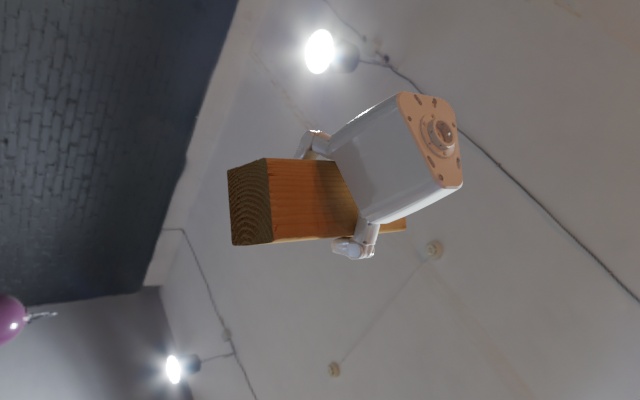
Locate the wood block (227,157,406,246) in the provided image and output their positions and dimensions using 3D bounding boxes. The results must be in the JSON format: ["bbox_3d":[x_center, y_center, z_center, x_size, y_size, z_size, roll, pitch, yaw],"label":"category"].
[{"bbox_3d":[0.000,0.002,0.584,0.206,0.091,0.090,-1,-6,-39],"label":"wood block"}]
